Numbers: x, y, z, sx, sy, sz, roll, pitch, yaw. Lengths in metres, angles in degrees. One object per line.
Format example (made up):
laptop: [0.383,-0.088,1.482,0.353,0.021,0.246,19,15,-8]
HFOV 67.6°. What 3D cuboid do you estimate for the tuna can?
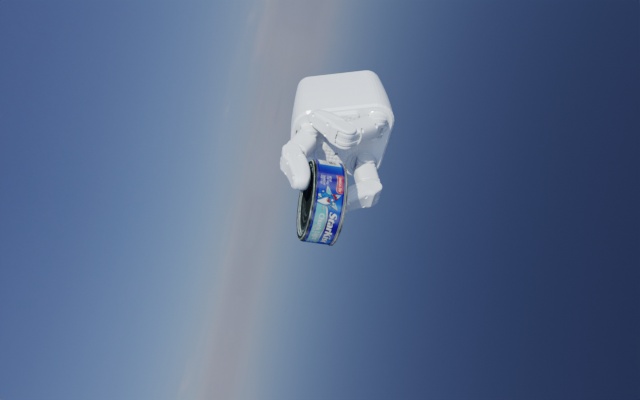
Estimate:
tuna can: [0.000,0.002,0.485,0.034,0.086,0.086,8,-2,-12]
